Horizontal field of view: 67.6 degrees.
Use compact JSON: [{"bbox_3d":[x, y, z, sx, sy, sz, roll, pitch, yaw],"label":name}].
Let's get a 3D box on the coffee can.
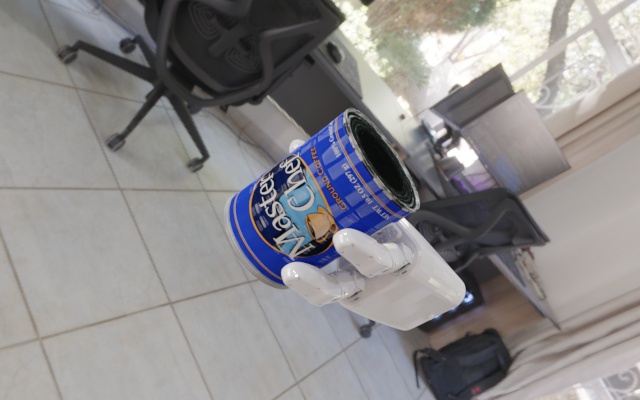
[{"bbox_3d":[0.000,0.001,0.422,0.140,0.102,0.103,-34,-15,23],"label":"coffee can"}]
